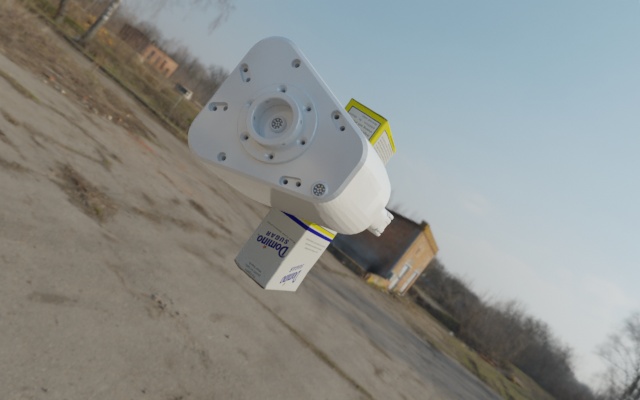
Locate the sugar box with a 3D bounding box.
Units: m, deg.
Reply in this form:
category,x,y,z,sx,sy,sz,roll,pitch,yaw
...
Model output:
category,x,y,z,sx,sy,sz,roll,pitch,yaw
sugar box,0.000,0.001,0.444,0.048,0.176,0.093,38,-1,18
